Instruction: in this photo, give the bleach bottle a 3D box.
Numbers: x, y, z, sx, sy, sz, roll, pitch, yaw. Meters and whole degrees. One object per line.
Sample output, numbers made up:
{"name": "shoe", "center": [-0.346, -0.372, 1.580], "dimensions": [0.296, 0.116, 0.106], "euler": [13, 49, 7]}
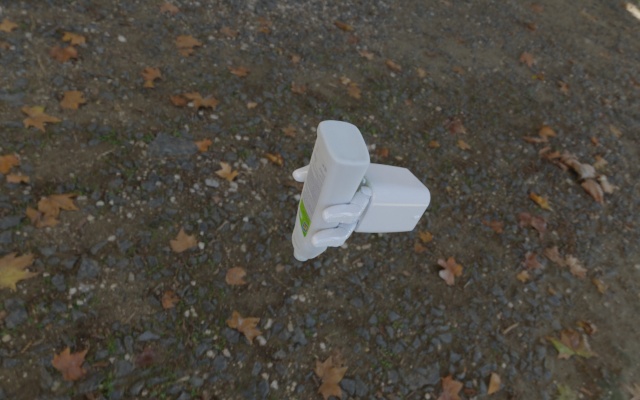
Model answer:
{"name": "bleach bottle", "center": [0.000, 0.003, 0.760], "dimensions": [0.068, 0.102, 0.251], "euler": [3, -45, -21]}
